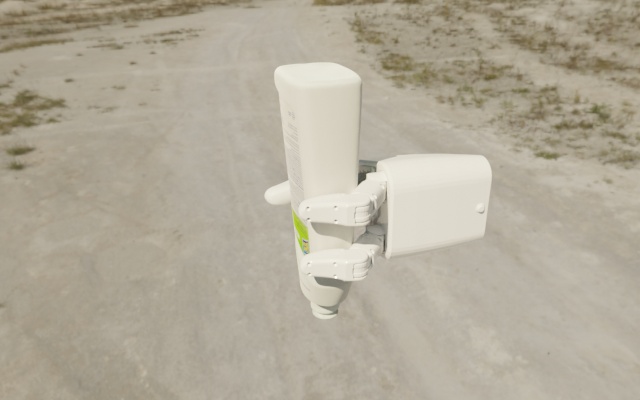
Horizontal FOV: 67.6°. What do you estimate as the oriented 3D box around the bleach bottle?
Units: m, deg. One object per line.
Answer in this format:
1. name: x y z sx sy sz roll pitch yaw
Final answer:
1. bleach bottle: 0.000 0.002 0.467 0.068 0.251 0.102 -8 26 -13
